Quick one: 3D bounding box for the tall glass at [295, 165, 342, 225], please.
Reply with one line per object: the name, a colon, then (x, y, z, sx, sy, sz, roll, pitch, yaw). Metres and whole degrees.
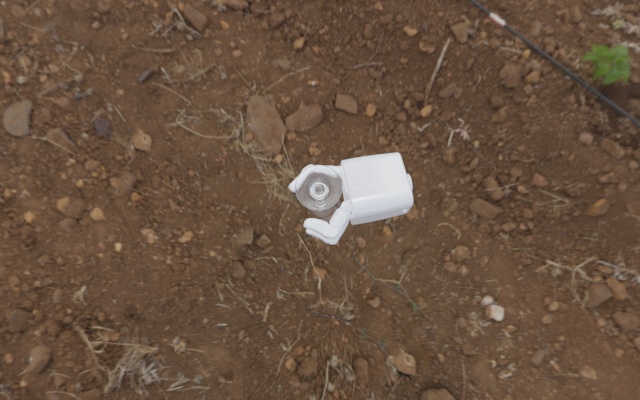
tall glass: (0.000, 0.003, 0.844, 0.079, 0.079, 0.201, 0, -14, 1)
